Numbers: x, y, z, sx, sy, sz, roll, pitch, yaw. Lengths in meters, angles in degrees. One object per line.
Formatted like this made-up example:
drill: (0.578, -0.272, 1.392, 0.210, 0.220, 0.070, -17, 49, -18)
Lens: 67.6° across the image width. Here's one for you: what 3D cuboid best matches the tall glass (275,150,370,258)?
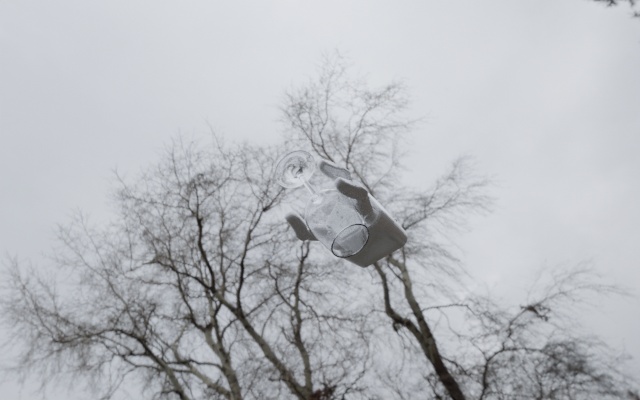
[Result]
tall glass: (0.000, 0.002, 0.746, 0.079, 0.079, 0.201, 0, 34, -31)
